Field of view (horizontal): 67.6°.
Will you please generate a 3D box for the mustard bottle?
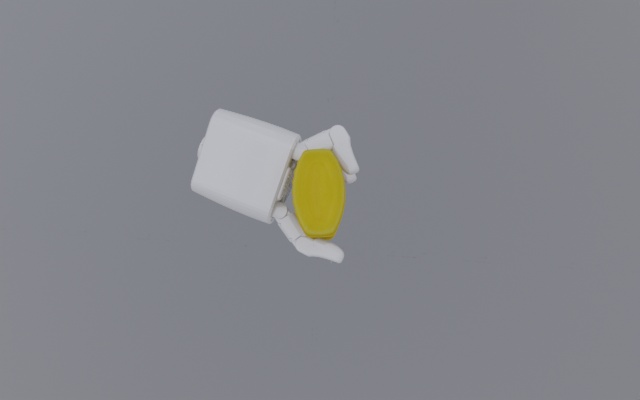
[{"bbox_3d":[0.000,0.002,0.600,0.058,0.096,0.191,-4,-7,1],"label":"mustard bottle"}]
